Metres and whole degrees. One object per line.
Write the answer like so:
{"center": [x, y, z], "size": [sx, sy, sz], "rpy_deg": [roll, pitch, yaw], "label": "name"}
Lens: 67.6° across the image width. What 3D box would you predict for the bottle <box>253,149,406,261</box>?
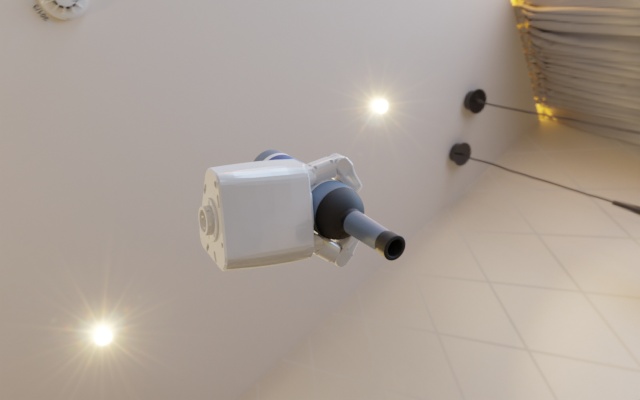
{"center": [0.000, 0.002, 0.592], "size": [0.069, 0.069, 0.295], "rpy_deg": [0, 18, -32], "label": "bottle"}
